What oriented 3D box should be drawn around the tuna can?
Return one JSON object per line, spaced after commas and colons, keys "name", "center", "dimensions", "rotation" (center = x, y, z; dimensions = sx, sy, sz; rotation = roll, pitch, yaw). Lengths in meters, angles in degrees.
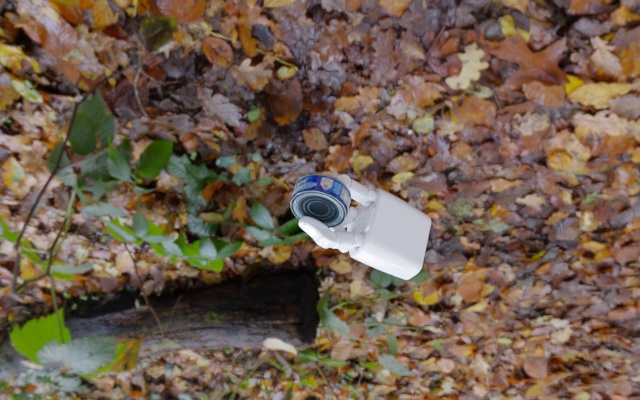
{"name": "tuna can", "center": [0.000, 0.003, 0.693], "dimensions": [0.086, 0.033, 0.086], "rotation": [9, -40, 8]}
